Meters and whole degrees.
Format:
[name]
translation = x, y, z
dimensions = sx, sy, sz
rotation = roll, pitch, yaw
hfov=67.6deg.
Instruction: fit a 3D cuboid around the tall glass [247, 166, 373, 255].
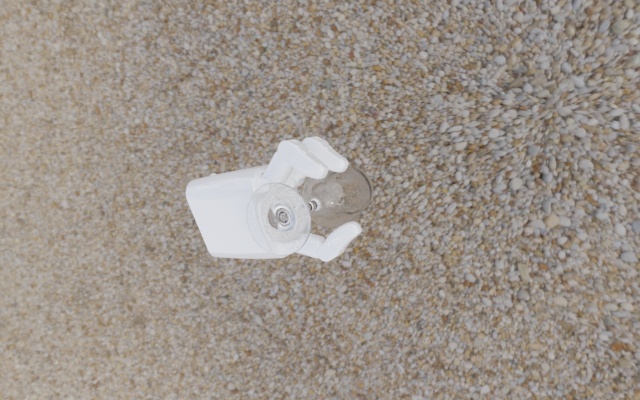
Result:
[tall glass]
translation = 0.000, 0.002, 0.562
dimensions = 0.079, 0.079, 0.201
rotation = 0, 10, 27
